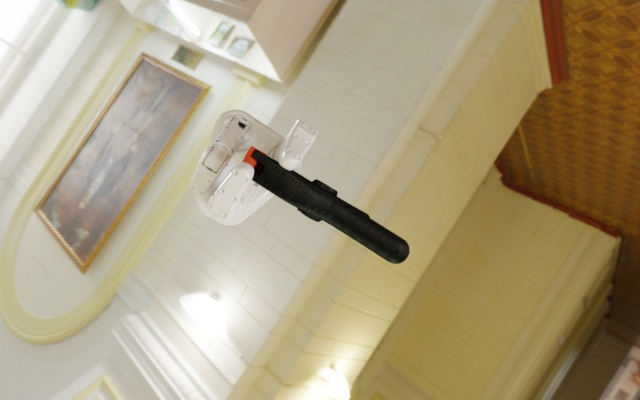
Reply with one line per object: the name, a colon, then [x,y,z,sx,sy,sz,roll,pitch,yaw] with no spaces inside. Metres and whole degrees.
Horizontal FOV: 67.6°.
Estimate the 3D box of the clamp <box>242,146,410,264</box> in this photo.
clamp: [0.000,0.002,0.467,0.171,0.039,0.120,33,-3,-10]
